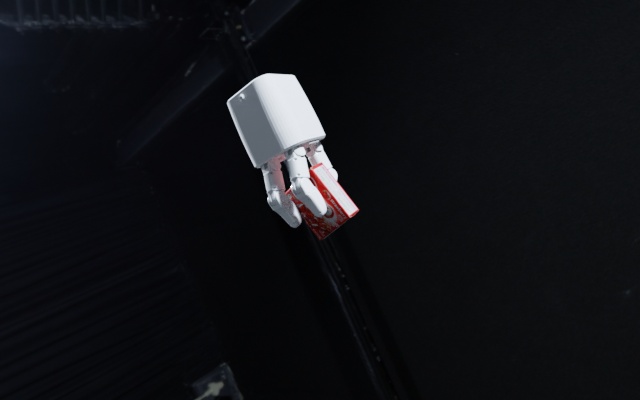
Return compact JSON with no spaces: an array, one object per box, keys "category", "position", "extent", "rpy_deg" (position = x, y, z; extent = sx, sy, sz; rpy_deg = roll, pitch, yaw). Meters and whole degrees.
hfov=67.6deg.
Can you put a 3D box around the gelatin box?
[{"category":"gelatin box","position":[0.001,0.002,0.681],"extent":[0.073,0.089,0.030],"rpy_deg":[-41,-5,42]}]
